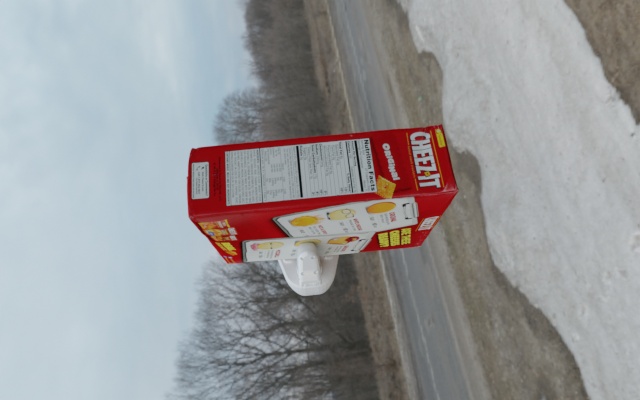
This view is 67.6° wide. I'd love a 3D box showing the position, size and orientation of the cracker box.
[{"bbox_3d":[0.000,0.002,0.453,0.214,0.072,0.164,-6,-20,-2],"label":"cracker box"}]
